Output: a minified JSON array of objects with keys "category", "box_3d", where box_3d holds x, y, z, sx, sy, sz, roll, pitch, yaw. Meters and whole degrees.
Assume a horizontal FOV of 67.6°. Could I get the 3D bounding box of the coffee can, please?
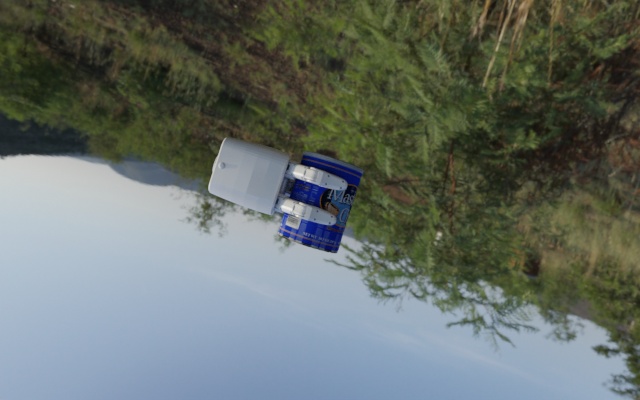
[{"category":"coffee can","box_3d":[0.000,0.002,0.769,0.103,0.140,0.103,18,0,0]}]
